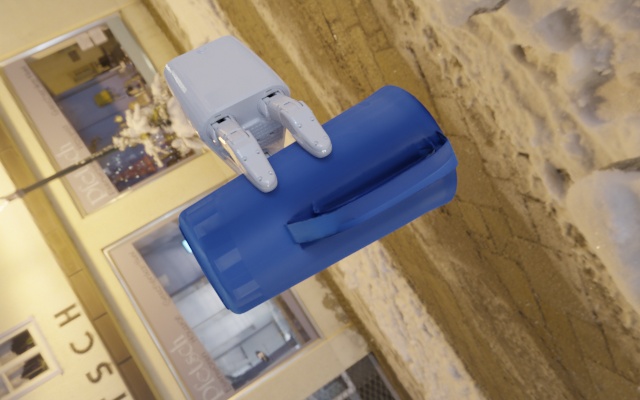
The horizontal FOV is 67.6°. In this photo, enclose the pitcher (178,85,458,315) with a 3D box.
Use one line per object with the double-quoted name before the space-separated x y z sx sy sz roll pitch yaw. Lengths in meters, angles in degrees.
"pitcher" 0.000 0.001 0.445 0.243 0.145 0.149 -30 -30 -13
